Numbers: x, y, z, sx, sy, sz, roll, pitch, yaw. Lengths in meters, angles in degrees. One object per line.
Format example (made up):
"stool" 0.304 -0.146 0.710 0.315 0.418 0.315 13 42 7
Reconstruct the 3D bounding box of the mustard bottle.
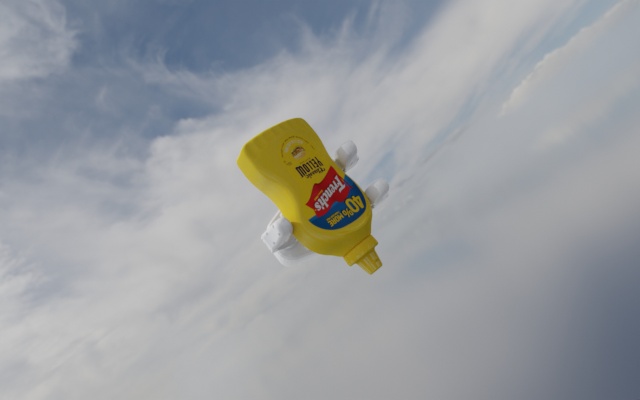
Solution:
"mustard bottle" 0.000 0.001 0.526 0.096 0.191 0.058 -33 -11 -37
